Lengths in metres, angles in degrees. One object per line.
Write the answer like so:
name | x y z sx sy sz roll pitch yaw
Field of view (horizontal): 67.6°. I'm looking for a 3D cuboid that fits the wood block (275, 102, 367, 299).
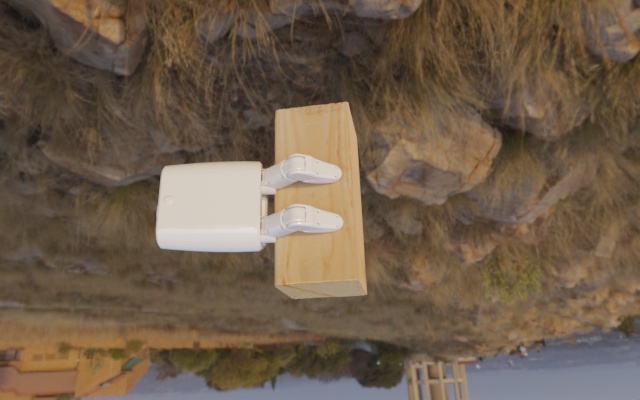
wood block | 0.000 0.002 0.553 0.090 0.206 0.091 -5 -21 9
